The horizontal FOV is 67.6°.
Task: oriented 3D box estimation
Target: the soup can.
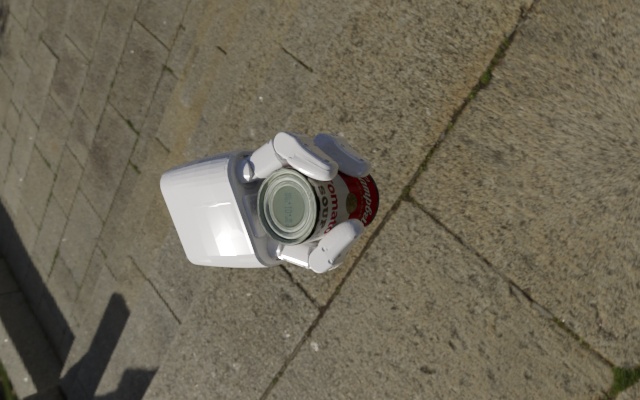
[{"bbox_3d":[0.000,0.002,0.437,0.068,0.068,0.102,0,4,36],"label":"soup can"}]
